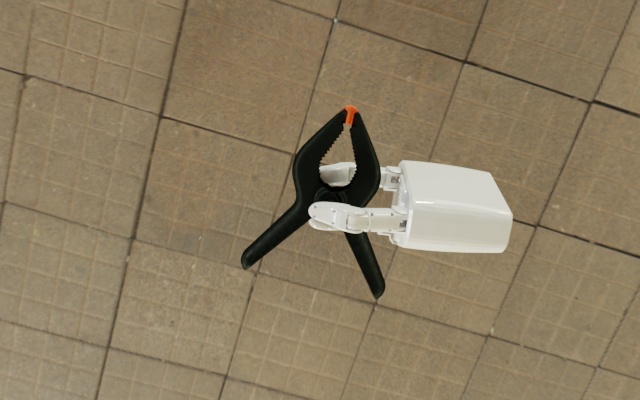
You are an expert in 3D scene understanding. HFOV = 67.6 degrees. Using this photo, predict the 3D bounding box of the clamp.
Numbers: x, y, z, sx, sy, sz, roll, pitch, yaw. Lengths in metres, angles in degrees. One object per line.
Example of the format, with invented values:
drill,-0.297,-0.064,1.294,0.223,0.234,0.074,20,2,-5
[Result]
clamp,0.000,0.001,0.515,0.164,0.210,0.036,6,14,0
